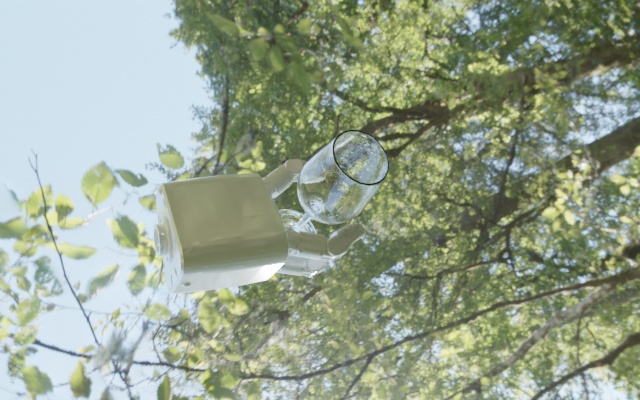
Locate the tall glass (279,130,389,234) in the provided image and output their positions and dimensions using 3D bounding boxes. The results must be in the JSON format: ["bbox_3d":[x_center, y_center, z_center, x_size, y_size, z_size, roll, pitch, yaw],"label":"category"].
[{"bbox_3d":[0.000,0.002,0.537,0.079,0.079,0.201,0,-26,-26],"label":"tall glass"}]
